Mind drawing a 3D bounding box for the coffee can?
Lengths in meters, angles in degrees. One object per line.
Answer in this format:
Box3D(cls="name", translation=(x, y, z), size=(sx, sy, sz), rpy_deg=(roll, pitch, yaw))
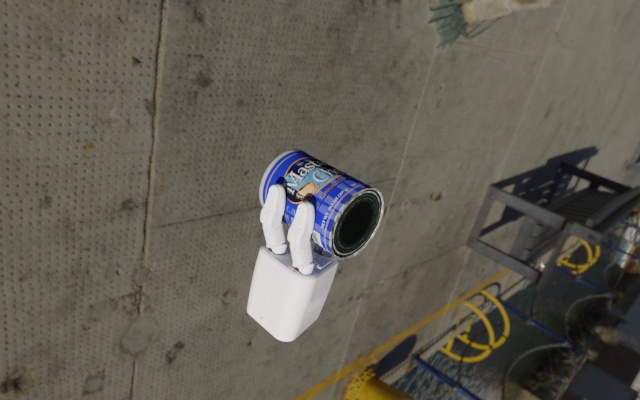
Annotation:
Box3D(cls="coffee can", translation=(0.000, 0.002, 0.649), size=(0.140, 0.103, 0.103), rpy_deg=(30, 19, 36))
